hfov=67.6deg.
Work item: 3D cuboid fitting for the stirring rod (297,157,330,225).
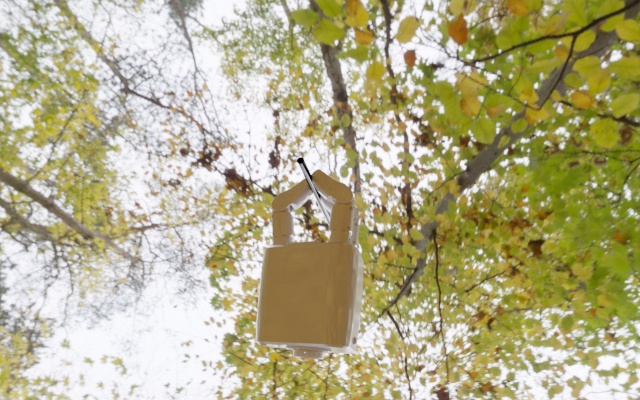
[{"bbox_3d":[0.000,0.002,0.609,0.011,0.011,0.240,0,-21,11],"label":"stirring rod"}]
